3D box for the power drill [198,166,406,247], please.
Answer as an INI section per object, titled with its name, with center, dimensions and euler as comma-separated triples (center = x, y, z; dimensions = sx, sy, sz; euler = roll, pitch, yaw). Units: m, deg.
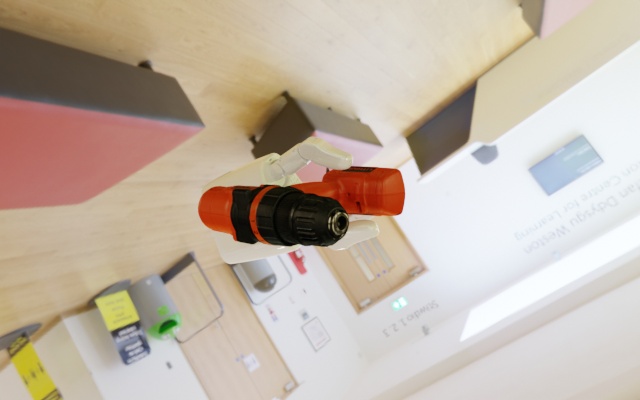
[power drill]
center = 0.000, 0.002, 0.472
dimensions = 0.187, 0.057, 0.184
euler = -10, 12, -44
